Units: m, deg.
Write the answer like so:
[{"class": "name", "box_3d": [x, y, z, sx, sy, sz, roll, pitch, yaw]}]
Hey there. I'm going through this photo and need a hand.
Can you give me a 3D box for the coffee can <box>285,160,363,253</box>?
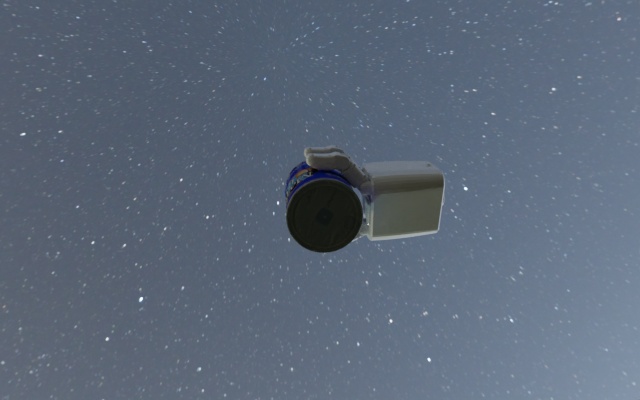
[{"class": "coffee can", "box_3d": [0.000, 0.002, 0.693, 0.103, 0.103, 0.140, 0, 17, -5]}]
